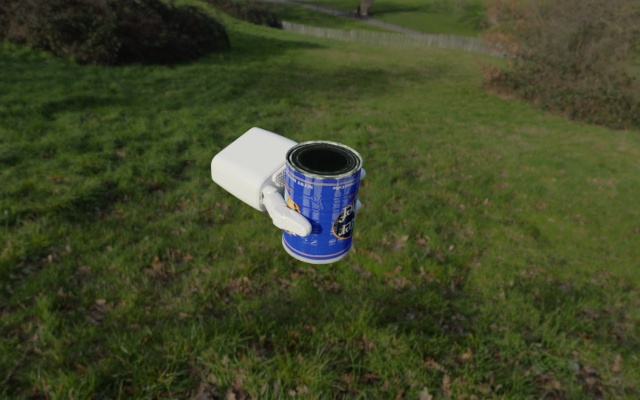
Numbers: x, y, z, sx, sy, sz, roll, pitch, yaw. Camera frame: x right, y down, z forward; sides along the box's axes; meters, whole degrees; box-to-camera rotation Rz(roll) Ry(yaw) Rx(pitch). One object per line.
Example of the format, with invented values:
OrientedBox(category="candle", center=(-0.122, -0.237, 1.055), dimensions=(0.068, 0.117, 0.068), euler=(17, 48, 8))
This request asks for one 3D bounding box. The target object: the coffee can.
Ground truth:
OrientedBox(category="coffee can", center=(0.000, 0.002, 0.664), dimensions=(0.103, 0.140, 0.102), euler=(3, 33, -2))
